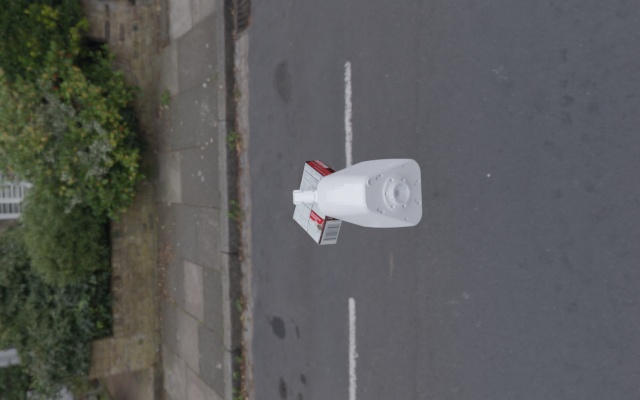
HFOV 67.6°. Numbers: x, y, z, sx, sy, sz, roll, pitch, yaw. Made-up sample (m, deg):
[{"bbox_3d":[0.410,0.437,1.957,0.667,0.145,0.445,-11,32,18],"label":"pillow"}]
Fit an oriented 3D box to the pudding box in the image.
[{"bbox_3d":[0.000,0.003,0.775,0.039,0.113,0.090,-2,29,-34],"label":"pudding box"}]
